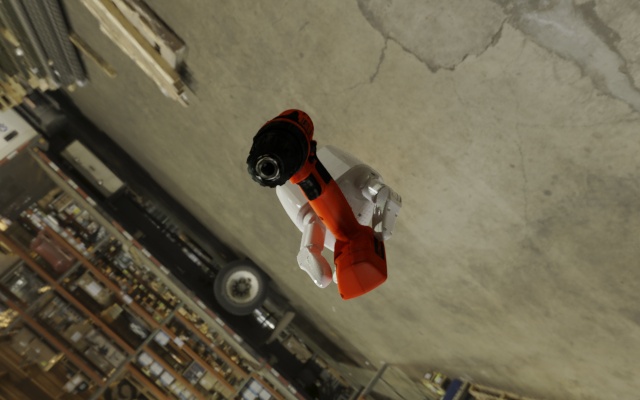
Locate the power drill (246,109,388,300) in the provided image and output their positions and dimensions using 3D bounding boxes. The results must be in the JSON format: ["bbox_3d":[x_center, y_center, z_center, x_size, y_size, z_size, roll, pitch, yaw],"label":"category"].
[{"bbox_3d":[0.000,0.002,0.470,0.057,0.188,0.184,-26,16,14],"label":"power drill"}]
